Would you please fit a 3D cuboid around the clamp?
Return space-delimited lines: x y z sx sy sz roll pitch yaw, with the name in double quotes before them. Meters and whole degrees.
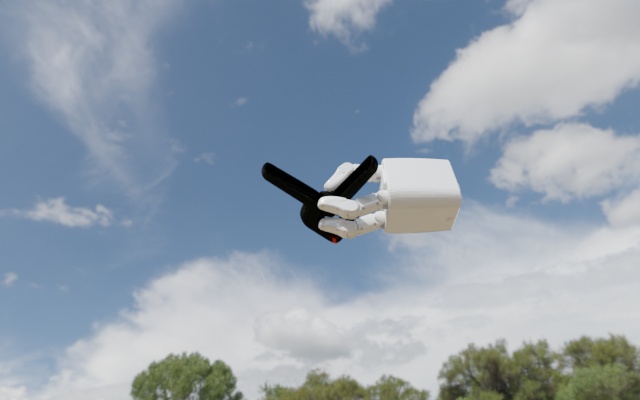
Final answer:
"clamp" 0.000 0.002 0.740 0.164 0.036 0.210 1 -35 3
